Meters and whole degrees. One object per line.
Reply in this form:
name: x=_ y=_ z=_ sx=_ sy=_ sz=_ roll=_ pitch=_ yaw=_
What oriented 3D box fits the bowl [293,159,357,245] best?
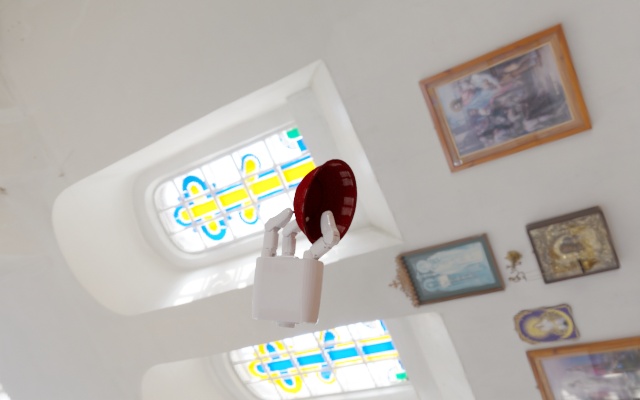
bowl: x=0.000 y=0.002 z=0.852 sx=0.055 sy=0.162 sz=0.162 roll=13 pitch=7 yaw=36
